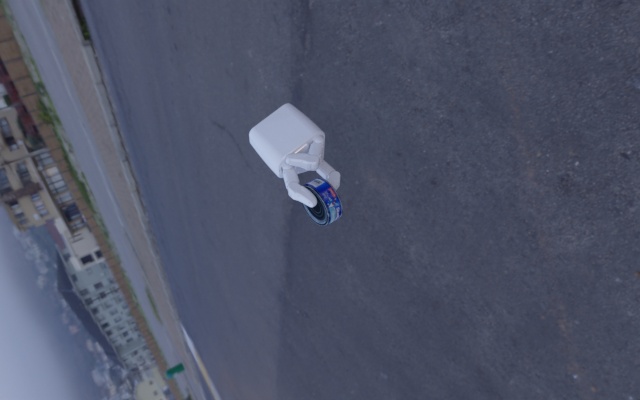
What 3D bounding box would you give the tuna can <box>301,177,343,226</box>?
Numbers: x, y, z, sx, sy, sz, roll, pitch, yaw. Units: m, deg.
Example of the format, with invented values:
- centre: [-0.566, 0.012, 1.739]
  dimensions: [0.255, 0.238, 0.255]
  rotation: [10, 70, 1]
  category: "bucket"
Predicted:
- centre: [0.000, 0.003, 0.869]
  dimensions: [0.033, 0.086, 0.086]
  rotation: [-31, 15, -27]
  category: "tuna can"
